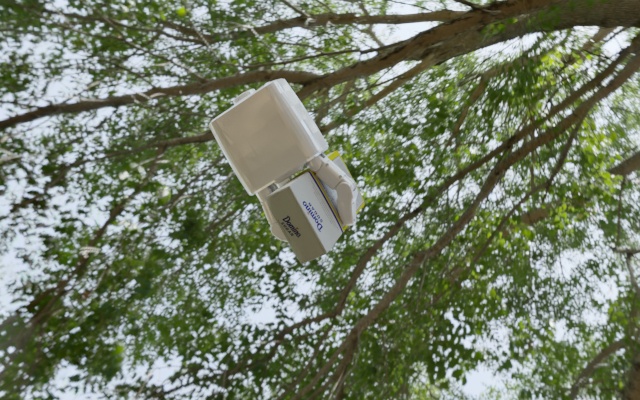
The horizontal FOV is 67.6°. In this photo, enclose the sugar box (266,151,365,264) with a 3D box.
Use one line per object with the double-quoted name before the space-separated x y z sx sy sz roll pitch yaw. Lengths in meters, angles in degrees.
"sugar box" 0.000 0.002 0.626 0.048 0.093 0.176 -25 8 29
